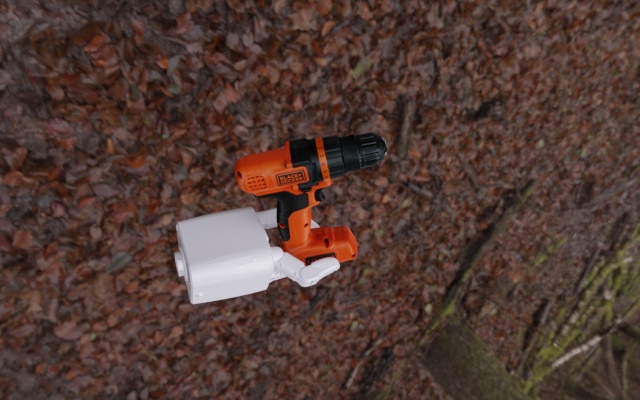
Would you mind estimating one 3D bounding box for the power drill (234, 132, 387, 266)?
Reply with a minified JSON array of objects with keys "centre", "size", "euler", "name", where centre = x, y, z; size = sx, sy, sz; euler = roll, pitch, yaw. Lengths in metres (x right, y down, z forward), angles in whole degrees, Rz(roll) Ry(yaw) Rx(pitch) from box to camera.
[{"centre":[0.000,0.002,0.617],"size":[0.184,0.188,0.057],"euler":[-10,40,3],"name":"power drill"}]
